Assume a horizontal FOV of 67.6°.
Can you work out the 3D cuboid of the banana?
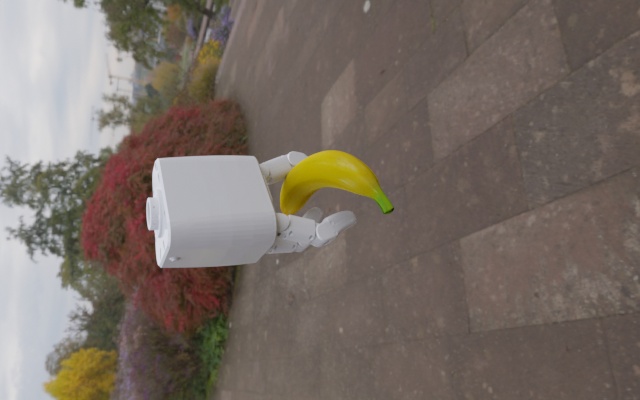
[{"bbox_3d":[-0.001,-0.017,0.514,0.037,0.069,0.198,-10,4,-32],"label":"banana"}]
